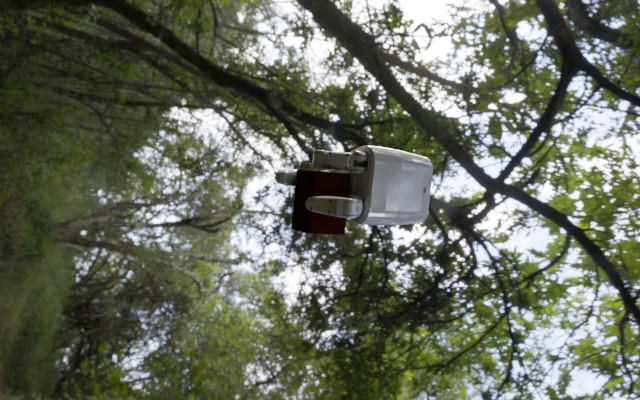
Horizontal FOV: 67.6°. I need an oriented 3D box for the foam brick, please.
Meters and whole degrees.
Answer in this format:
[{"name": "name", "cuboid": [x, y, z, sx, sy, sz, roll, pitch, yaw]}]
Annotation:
[{"name": "foam brick", "cuboid": [0.000, 0.002, 0.601, 0.051, 0.078, 0.053, 4, 4, -30]}]
